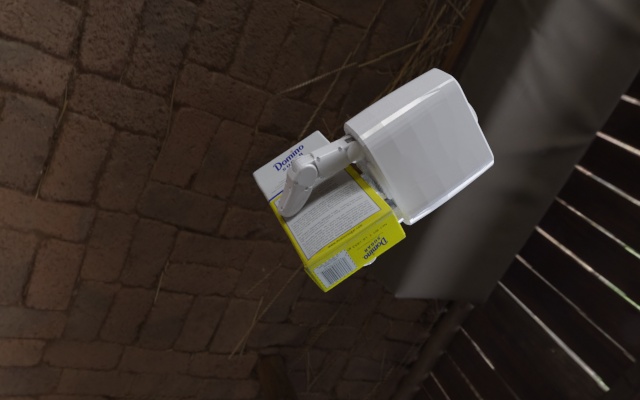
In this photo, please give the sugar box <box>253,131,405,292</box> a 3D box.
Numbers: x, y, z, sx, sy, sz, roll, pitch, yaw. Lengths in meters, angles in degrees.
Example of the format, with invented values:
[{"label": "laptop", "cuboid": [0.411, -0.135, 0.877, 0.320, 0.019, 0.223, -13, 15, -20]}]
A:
[{"label": "sugar box", "cuboid": [0.000, 0.002, 0.487, 0.093, 0.048, 0.176, -34, 37, -1]}]
